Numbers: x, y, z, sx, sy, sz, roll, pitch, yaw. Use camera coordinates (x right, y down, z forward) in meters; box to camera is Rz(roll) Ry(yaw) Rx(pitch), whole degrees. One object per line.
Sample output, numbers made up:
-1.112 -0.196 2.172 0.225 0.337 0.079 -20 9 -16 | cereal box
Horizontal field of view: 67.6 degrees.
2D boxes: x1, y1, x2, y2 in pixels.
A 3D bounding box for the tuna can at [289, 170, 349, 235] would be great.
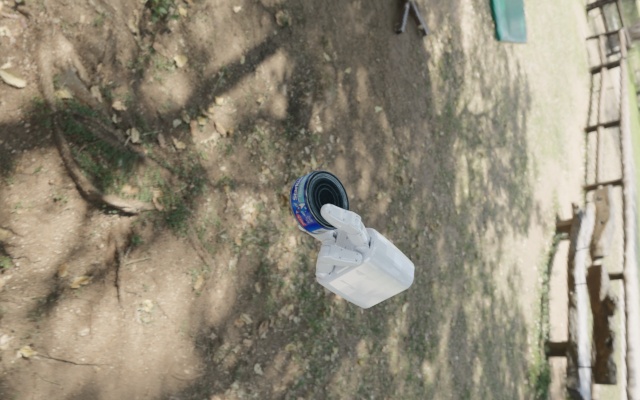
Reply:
0.000 0.002 0.661 0.086 0.086 0.034 0 -14 -45 | tuna can
